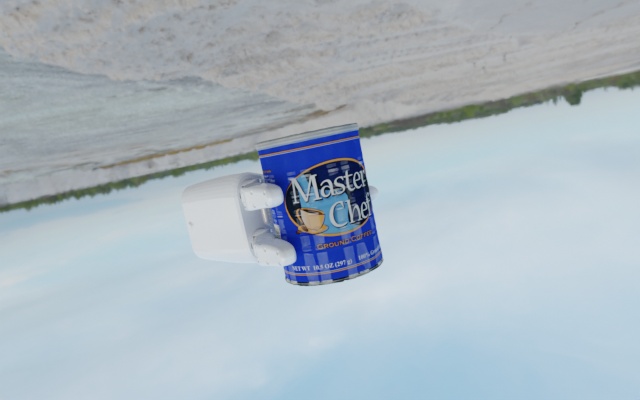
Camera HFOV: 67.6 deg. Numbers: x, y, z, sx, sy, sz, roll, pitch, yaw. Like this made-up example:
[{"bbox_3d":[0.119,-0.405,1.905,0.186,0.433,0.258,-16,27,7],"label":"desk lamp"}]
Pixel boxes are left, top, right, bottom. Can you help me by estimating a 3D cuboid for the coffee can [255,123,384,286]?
[{"bbox_3d":[0.000,0.001,0.478,0.103,0.140,0.103,-11,7,1],"label":"coffee can"}]
